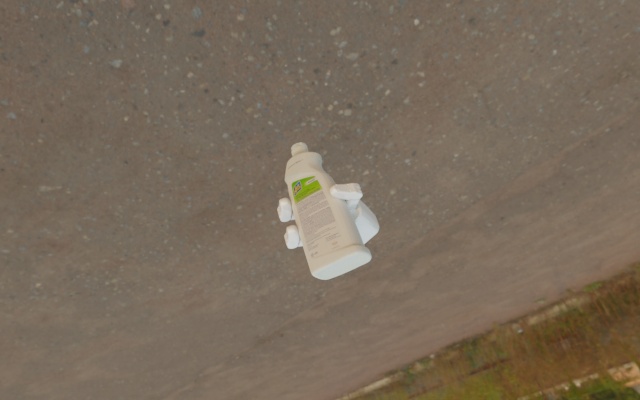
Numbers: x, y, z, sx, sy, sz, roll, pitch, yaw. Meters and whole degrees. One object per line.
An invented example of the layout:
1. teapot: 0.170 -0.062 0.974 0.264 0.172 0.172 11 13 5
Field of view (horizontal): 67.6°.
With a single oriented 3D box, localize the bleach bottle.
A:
1. bleach bottle: 0.000 0.003 0.824 0.102 0.250 0.068 -27 -29 17
